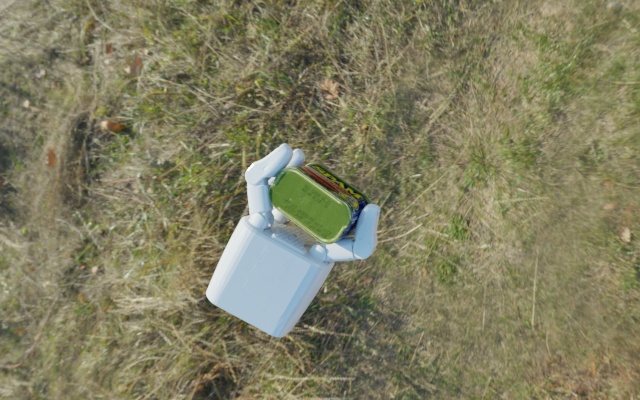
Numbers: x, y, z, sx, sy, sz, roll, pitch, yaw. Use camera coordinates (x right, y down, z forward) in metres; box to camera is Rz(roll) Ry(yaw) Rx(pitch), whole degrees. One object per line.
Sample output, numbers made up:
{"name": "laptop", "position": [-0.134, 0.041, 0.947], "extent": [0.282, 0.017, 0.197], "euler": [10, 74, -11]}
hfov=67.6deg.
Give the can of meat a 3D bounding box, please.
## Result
{"name": "can of meat", "position": [0.000, 0.002, 0.543], "extent": [0.102, 0.057, 0.084], "euler": [35, 15, 13]}
